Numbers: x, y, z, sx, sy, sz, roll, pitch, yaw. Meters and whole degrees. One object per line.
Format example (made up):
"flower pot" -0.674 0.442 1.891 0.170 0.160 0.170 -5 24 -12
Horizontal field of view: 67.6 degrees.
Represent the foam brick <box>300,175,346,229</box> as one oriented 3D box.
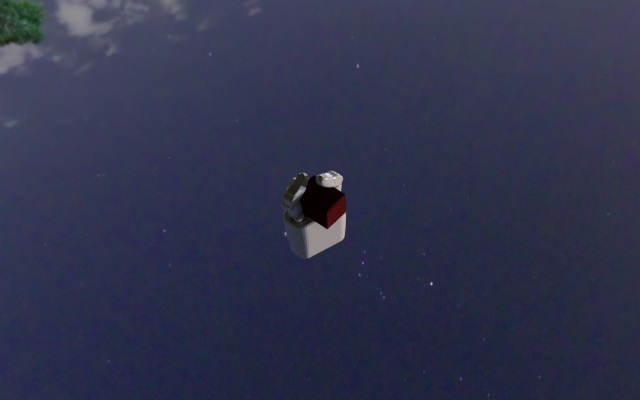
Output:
"foam brick" 0.000 0.003 0.844 0.078 0.051 0.053 33 58 29
